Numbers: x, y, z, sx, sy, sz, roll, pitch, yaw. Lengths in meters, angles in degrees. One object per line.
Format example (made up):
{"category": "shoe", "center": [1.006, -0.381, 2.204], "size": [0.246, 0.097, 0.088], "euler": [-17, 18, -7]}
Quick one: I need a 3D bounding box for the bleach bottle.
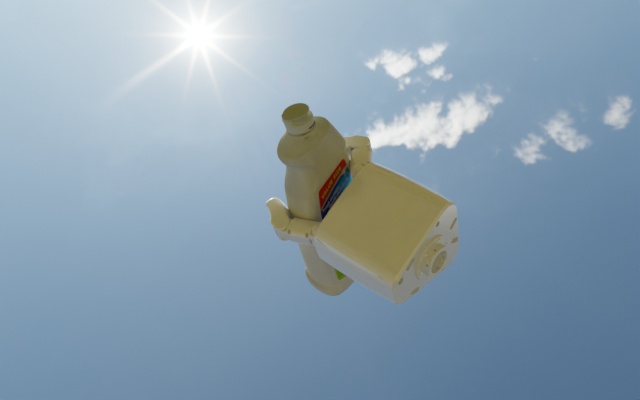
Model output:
{"category": "bleach bottle", "center": [0.000, 0.002, 0.558], "size": [0.068, 0.251, 0.102], "euler": [29, 62, 38]}
